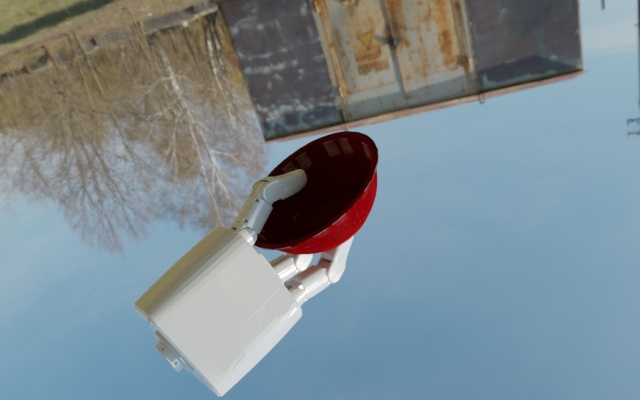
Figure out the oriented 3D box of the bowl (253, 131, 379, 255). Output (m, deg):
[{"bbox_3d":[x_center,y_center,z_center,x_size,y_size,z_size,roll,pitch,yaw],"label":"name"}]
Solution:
[{"bbox_3d":[0.001,0.001,0.501,0.162,0.162,0.055,0,-41,45],"label":"bowl"}]
